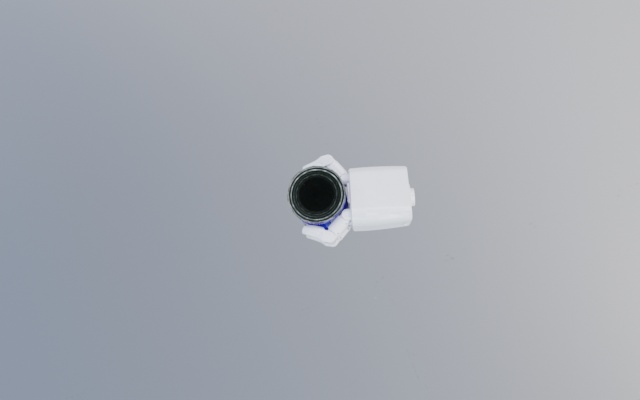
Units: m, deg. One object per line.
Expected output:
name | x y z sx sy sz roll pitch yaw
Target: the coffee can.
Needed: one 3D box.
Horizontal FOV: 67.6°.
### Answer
coffee can | 0.000 0.003 0.892 0.103 0.102 0.140 0 -11 6
